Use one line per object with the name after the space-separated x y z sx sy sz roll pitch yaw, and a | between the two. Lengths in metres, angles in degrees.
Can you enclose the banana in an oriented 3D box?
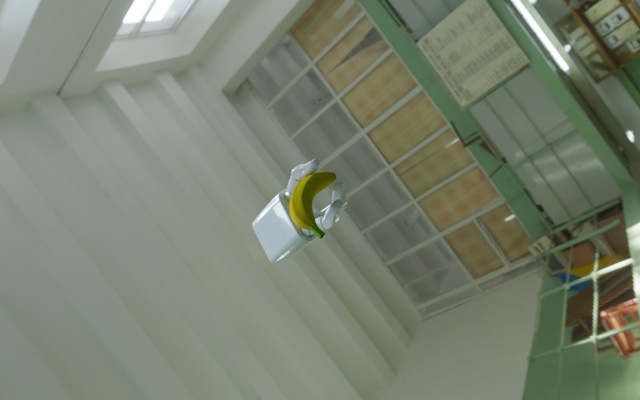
-0.016 -0.005 0.836 0.069 0.037 0.197 33 34 -13 | banana
